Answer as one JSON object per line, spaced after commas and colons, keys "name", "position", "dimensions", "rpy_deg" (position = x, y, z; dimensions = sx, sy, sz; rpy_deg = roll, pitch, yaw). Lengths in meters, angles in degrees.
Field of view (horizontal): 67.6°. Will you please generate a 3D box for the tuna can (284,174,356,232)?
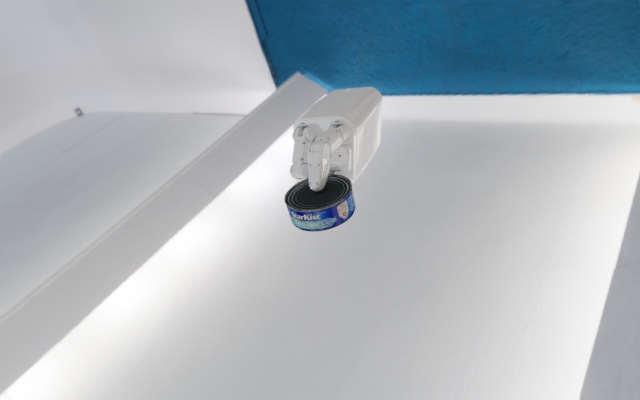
{"name": "tuna can", "position": [0.000, 0.002, 0.596], "dimensions": [0.086, 0.034, 0.086], "rpy_deg": [-11, 30, 6]}
